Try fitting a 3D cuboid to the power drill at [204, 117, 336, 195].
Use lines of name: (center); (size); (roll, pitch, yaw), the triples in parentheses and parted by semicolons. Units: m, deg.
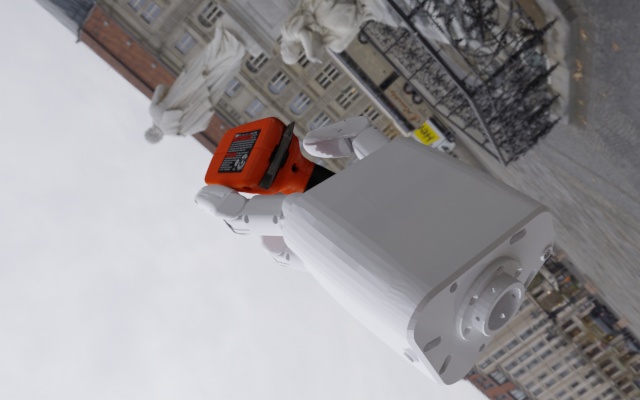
power drill: (0.000, 0.001, 0.413); (0.188, 0.057, 0.184); (27, -13, -28)
